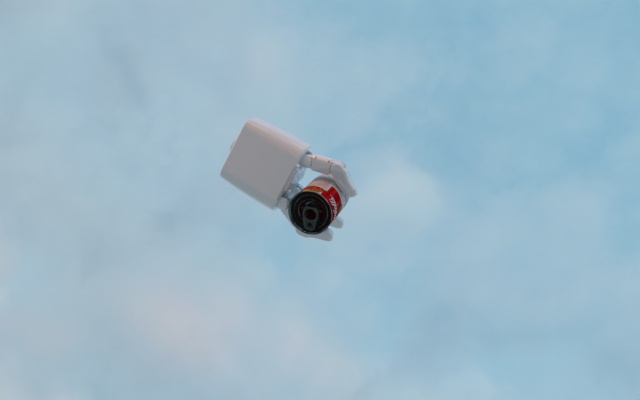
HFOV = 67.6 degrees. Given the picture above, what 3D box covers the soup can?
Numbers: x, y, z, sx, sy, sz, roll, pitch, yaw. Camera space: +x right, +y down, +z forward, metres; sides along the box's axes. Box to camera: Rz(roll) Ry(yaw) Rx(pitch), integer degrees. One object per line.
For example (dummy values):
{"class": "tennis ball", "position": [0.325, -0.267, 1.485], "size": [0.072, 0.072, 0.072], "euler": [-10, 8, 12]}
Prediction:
{"class": "soup can", "position": [0.001, 0.002, 0.735], "size": [0.068, 0.068, 0.102], "euler": [0, 18, 19]}
